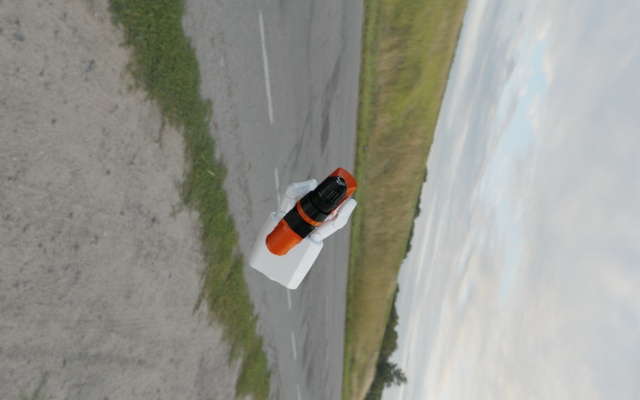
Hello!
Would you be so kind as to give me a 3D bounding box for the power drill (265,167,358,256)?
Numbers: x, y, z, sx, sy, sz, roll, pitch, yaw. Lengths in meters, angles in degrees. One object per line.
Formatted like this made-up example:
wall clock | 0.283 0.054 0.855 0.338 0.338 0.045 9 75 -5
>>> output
power drill | 0.000 0.003 0.825 0.184 0.057 0.187 -42 -1 29
